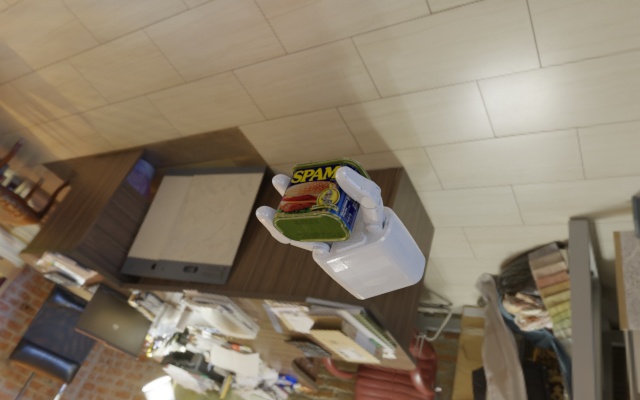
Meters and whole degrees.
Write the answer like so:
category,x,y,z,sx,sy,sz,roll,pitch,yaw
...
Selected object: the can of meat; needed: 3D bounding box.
category,x,y,z,sx,sy,sz,roll,pitch,yaw
can of meat,0.000,0.002,0.574,0.102,0.084,0.057,-5,-41,34
